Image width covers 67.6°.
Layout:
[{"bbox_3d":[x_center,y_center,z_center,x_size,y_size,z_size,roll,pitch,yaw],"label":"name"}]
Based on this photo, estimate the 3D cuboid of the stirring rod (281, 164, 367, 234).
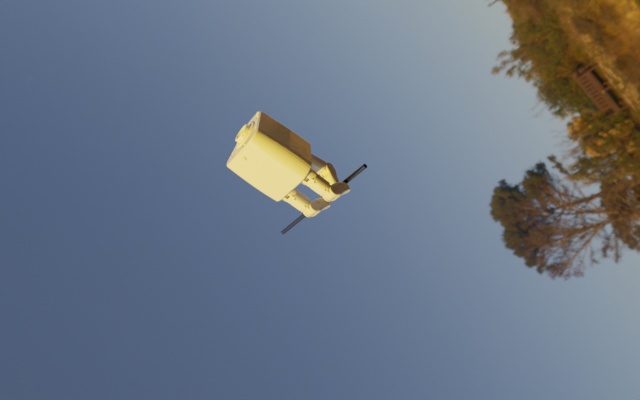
[{"bbox_3d":[0.000,0.003,0.859,0.011,0.011,0.240,0,-30,-45],"label":"stirring rod"}]
